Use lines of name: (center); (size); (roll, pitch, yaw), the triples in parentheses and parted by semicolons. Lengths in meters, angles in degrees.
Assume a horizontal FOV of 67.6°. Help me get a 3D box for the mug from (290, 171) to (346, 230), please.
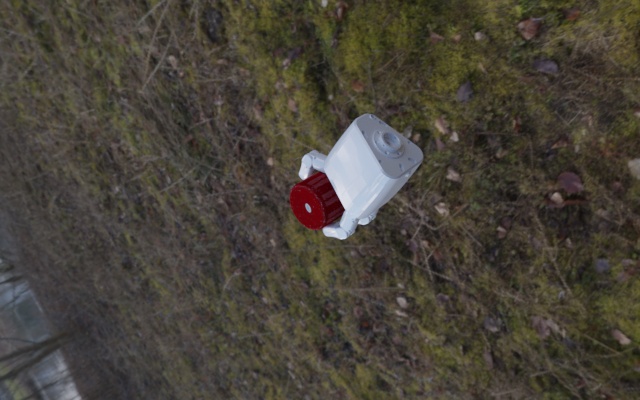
mug: (-0.001, 0.003, 0.783); (0.081, 0.093, 0.117); (-31, -16, -39)
